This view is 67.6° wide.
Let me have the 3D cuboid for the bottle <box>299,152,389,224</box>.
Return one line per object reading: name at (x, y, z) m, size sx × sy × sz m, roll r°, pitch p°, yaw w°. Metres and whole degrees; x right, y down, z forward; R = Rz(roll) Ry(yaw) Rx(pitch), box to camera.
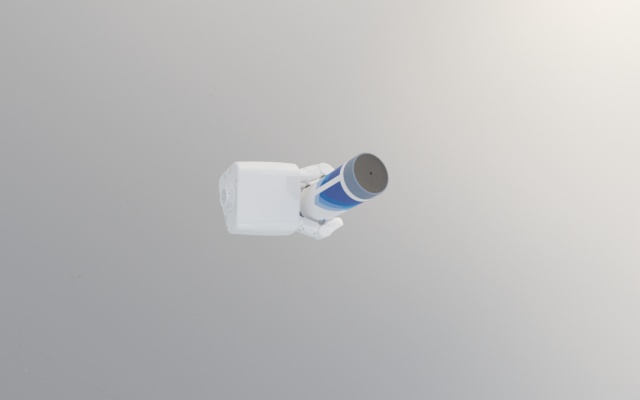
bottle at (0.000, 0.003, 0.817) m, size 0.069 × 0.069 × 0.296 m, roll 0°, pitch -17°, yaw -32°
